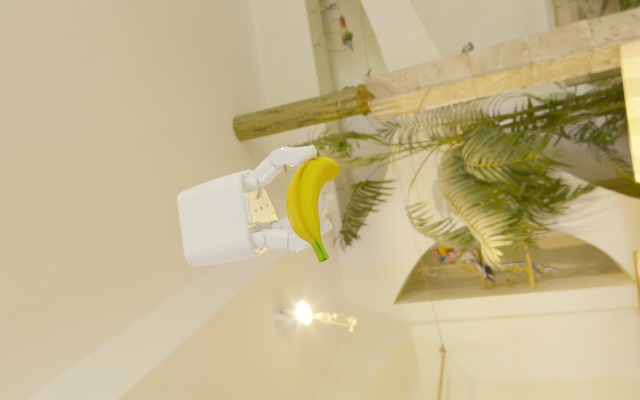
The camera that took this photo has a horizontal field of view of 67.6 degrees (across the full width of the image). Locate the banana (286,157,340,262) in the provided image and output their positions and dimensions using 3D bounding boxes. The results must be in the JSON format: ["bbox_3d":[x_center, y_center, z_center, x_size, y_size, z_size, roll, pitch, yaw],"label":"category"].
[{"bbox_3d":[-0.009,-0.010,0.580,0.037,0.070,0.197,-19,30,21],"label":"banana"}]
